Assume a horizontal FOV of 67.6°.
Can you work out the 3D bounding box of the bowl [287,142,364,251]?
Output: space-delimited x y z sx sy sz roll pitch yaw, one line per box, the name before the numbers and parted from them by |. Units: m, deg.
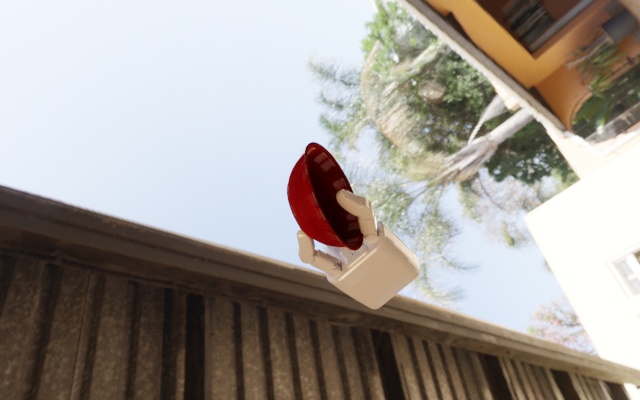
bowl | -0.001 0.001 0.668 0.055 0.162 0.162 -23 -9 20
